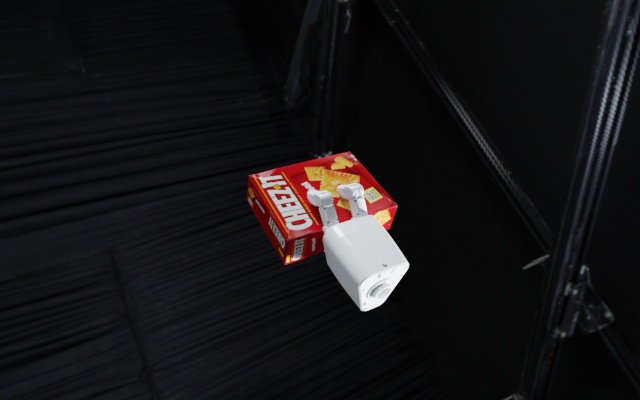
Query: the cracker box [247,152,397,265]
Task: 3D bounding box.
[{"bbox_3d":[0.000,0.003,0.844,0.213,0.072,0.164,-15,50,-26],"label":"cracker box"}]
